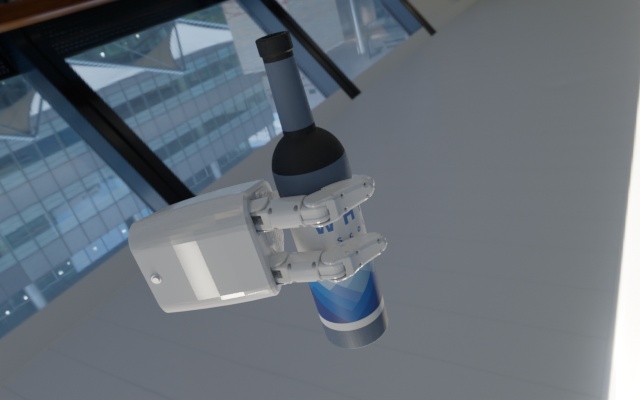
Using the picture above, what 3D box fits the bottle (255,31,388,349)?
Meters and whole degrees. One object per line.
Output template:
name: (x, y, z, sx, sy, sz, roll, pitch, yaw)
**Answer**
bottle: (0.000, 0.002, 0.428, 0.069, 0.296, 0.069, -13, 26, 7)
